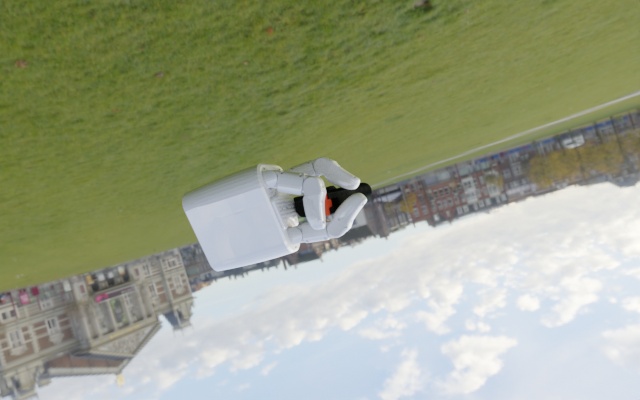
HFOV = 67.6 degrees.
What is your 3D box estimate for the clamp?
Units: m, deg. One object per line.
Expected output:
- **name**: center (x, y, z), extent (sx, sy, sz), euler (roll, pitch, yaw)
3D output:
- **clamp**: center (0.000, 0.003, 0.635), extent (0.120, 0.039, 0.171), euler (-18, -1, 14)
